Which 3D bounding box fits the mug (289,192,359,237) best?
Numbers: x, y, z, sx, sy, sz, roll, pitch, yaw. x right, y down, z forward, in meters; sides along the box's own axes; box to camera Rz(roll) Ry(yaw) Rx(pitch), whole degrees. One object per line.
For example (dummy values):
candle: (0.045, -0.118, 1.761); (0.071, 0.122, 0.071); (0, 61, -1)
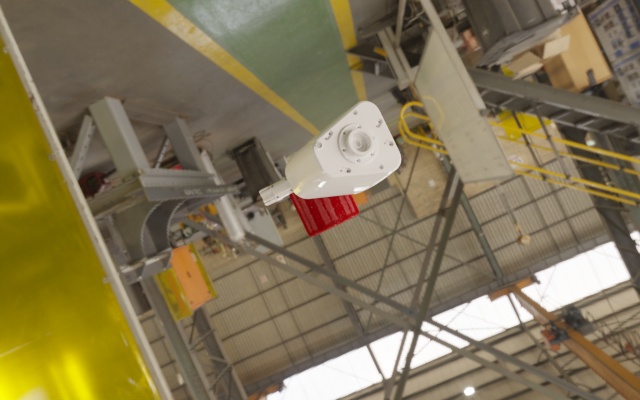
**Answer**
mug: (0.000, 0.003, 0.699); (0.093, 0.081, 0.117); (-25, -3, -21)
